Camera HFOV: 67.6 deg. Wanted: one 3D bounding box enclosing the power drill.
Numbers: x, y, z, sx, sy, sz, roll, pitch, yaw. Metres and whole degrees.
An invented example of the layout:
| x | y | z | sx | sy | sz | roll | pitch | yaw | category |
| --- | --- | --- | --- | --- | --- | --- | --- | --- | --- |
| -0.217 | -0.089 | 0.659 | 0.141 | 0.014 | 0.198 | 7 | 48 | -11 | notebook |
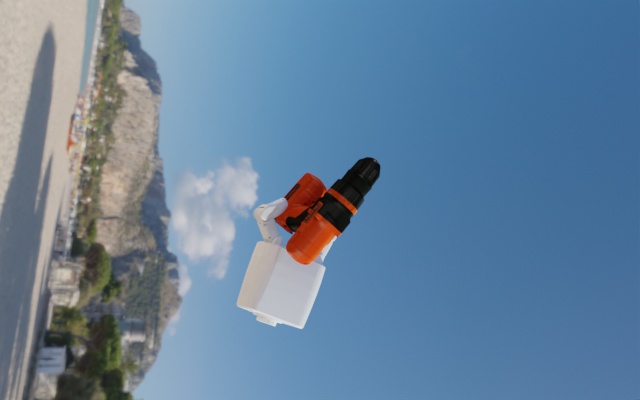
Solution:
| x | y | z | sx | sy | sz | roll | pitch | yaw | category |
| --- | --- | --- | --- | --- | --- | --- | --- | --- | --- |
| 0.000 | 0.003 | 0.745 | 0.057 | 0.184 | 0.187 | 43 | -6 | -17 | power drill |
